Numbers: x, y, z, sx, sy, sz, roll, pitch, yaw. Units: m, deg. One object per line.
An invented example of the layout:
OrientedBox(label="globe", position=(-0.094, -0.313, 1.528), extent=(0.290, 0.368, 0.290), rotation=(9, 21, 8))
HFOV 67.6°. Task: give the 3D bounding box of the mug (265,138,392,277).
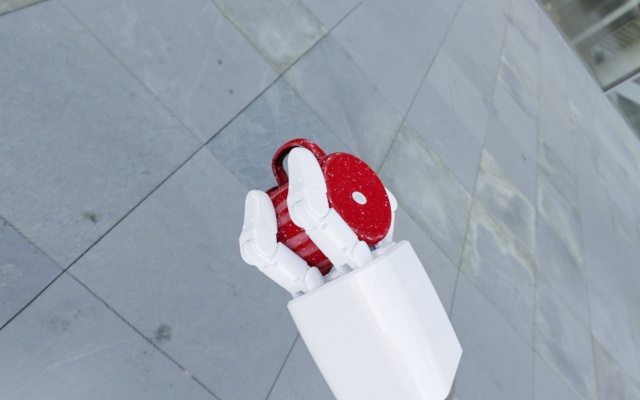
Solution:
OrientedBox(label="mug", position=(0.000, 0.000, 0.405), extent=(0.081, 0.117, 0.093), rotation=(-33, -8, 39))
